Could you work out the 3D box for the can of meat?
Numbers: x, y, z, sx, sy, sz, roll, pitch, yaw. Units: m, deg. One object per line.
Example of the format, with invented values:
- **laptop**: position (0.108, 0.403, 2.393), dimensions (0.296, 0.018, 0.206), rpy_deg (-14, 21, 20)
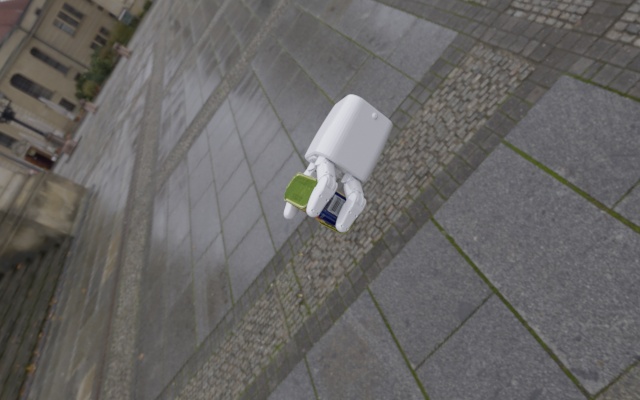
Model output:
- **can of meat**: position (0.000, 0.002, 0.743), dimensions (0.084, 0.057, 0.102), rpy_deg (32, -4, -29)
